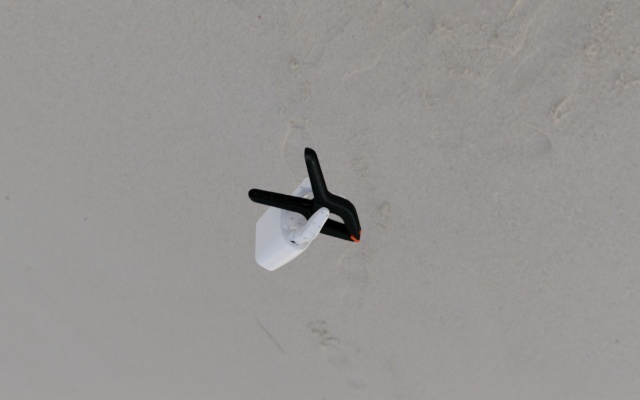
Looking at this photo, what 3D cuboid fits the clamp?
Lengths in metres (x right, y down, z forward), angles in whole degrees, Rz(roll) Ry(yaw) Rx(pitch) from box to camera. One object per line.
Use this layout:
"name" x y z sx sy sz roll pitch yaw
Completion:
"clamp" 0.000 0.004 0.821 0.210 0.036 0.165 33 -45 -19
